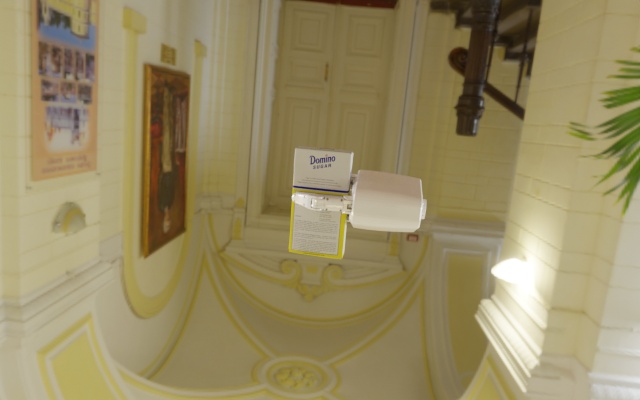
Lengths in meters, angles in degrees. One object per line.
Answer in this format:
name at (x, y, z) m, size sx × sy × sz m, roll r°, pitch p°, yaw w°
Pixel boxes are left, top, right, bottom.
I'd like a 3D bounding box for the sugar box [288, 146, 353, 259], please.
sugar box at (0.000, 0.003, 0.787) m, size 0.093 × 0.176 × 0.048 m, roll 7°, pitch 9°, yaw 7°
